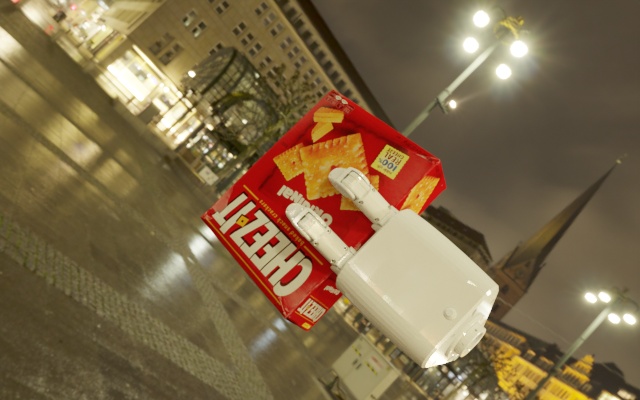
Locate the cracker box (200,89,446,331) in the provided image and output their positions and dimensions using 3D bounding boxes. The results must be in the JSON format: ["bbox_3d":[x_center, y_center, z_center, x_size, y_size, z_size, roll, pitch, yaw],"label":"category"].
[{"bbox_3d":[0.000,0.002,0.515,0.164,0.213,0.072,42,-6,32],"label":"cracker box"}]
